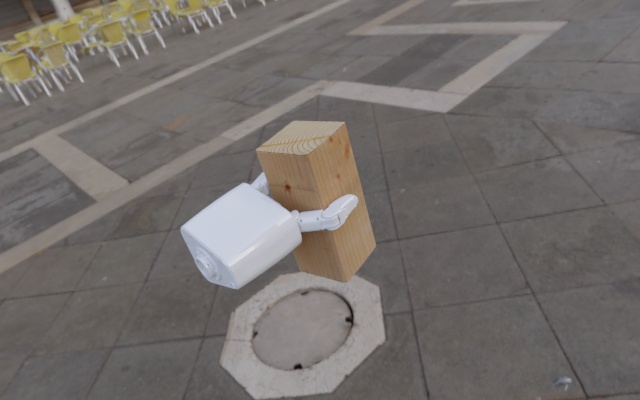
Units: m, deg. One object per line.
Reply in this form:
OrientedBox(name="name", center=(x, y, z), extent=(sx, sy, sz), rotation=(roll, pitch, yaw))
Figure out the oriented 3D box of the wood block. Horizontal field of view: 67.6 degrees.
OrientedBox(name="wood block", center=(0.000, 0.002, 0.667), extent=(0.091, 0.206, 0.090), rotation=(9, 39, 37))
